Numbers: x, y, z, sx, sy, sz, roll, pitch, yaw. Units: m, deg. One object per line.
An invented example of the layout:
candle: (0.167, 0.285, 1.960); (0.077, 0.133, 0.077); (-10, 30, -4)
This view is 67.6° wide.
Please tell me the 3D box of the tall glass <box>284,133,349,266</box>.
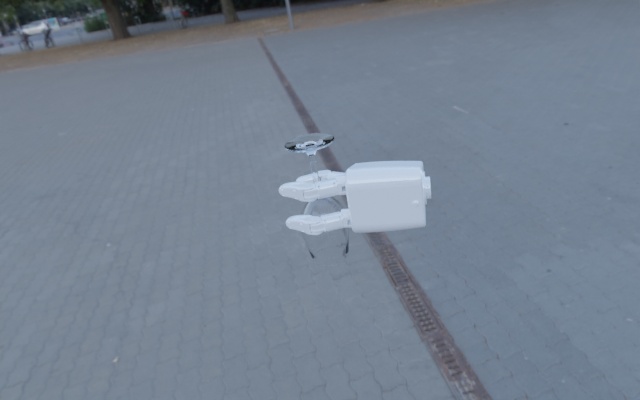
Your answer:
tall glass: (0.000, 0.002, 0.741); (0.079, 0.201, 0.079); (-8, 26, 4)
